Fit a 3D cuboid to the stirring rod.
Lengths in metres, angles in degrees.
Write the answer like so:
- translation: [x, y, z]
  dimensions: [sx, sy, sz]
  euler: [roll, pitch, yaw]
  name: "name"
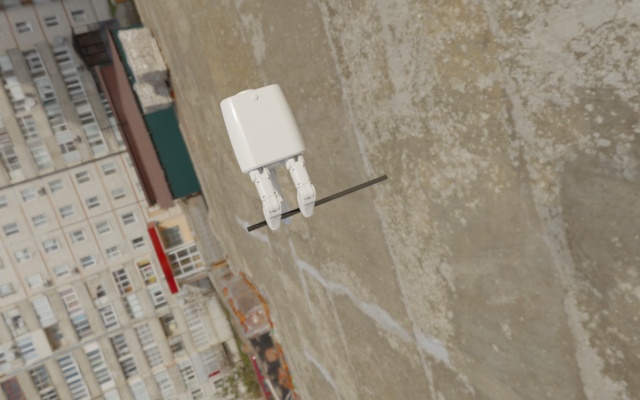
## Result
- translation: [0.000, 0.002, 0.740]
  dimensions: [0.239, 0.011, 0.011]
  euler: [-21, 6, -18]
  name: "stirring rod"
